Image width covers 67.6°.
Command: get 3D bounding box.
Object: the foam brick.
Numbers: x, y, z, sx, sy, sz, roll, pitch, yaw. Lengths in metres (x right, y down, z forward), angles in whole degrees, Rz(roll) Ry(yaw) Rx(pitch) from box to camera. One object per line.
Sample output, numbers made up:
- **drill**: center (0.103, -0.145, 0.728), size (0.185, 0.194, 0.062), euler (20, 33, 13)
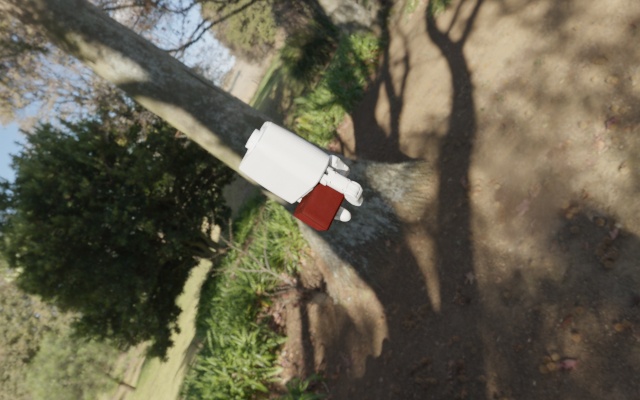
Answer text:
- **foam brick**: center (0.000, 0.003, 0.757), size (0.051, 0.078, 0.053), euler (31, -14, -15)
